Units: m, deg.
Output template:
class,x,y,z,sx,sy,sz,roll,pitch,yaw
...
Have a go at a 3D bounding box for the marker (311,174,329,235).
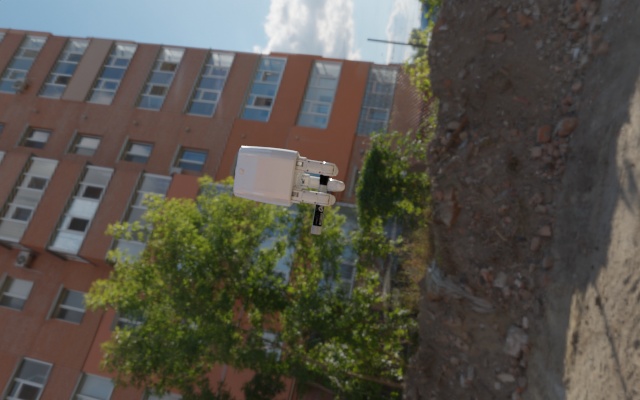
class,x,y,z,sx,sy,sz,roll,pitch,yaw
marker,0.000,0.003,0.897,0.020,0.121,0.020,9,1,0
